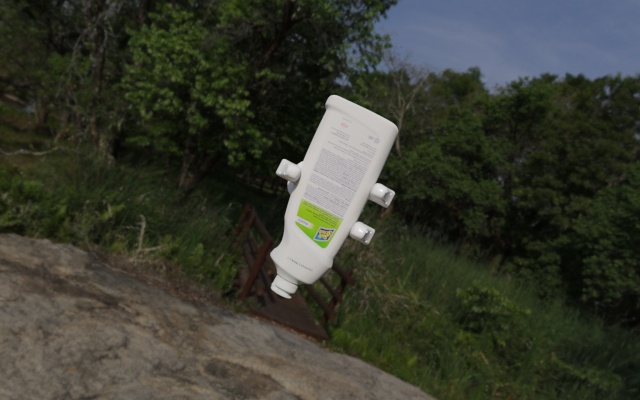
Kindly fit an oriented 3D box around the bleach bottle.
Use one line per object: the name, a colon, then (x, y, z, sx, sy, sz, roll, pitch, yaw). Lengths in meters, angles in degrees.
bleach bottle: (0.000, 0.002, 0.605, 0.102, 0.251, 0.068, 27, 0, 8)
